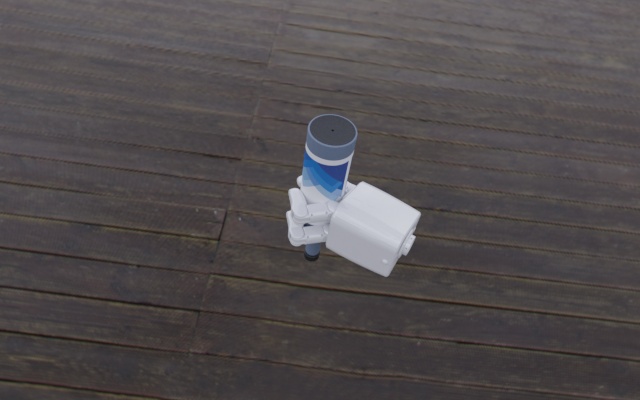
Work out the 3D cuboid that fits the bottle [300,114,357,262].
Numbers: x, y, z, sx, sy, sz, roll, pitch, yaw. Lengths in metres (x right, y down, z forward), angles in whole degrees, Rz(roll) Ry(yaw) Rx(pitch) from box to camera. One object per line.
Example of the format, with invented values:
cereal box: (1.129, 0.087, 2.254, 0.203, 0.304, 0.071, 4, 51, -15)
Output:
bottle: (0.000, 0.002, 0.742, 0.069, 0.069, 0.296, 0, -40, -8)
